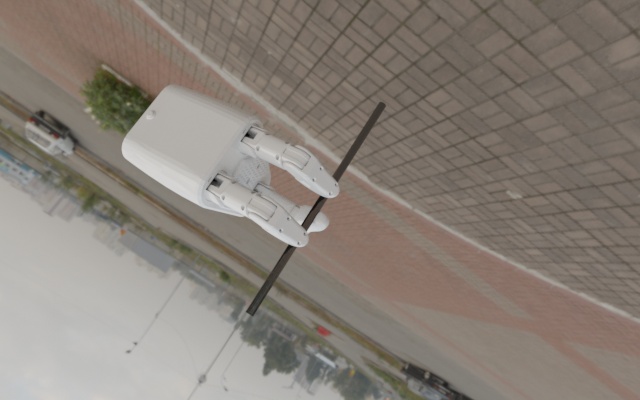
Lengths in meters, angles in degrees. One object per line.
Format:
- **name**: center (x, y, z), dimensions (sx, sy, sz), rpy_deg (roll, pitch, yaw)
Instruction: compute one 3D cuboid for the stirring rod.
- **stirring rod**: center (0.000, 0.001, 0.448), dimensions (0.011, 0.239, 0.011), rpy_deg (30, -15, 9)
